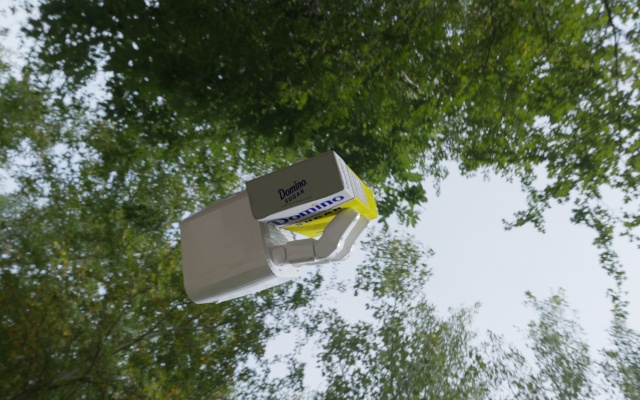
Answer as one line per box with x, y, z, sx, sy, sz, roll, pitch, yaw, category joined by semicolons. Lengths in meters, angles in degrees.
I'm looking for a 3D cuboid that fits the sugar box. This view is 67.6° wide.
0.000;0.002;0.513;0.093;0.048;0.176;-19;-12;14;sugar box
